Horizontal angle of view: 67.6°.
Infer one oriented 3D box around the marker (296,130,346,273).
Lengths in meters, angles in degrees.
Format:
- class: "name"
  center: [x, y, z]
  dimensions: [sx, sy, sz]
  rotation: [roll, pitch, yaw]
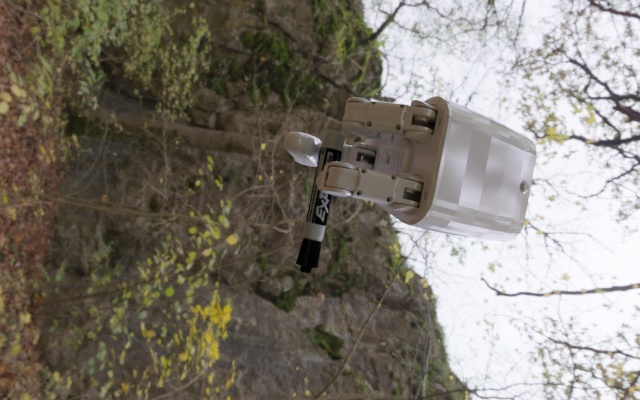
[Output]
- class: "marker"
  center: [0.000, 0.001, 0.403]
  dimensions: [0.020, 0.121, 0.020]
  rotation: [12, -2, 0]
